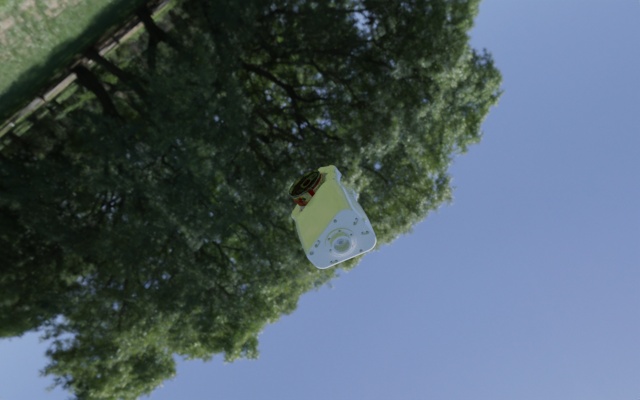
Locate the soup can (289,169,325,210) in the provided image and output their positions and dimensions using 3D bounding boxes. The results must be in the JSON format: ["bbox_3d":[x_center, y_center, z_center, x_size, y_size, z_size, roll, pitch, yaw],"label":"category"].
[{"bbox_3d":[0.000,0.003,0.867,0.068,0.068,0.102,0,-43,53],"label":"soup can"}]
